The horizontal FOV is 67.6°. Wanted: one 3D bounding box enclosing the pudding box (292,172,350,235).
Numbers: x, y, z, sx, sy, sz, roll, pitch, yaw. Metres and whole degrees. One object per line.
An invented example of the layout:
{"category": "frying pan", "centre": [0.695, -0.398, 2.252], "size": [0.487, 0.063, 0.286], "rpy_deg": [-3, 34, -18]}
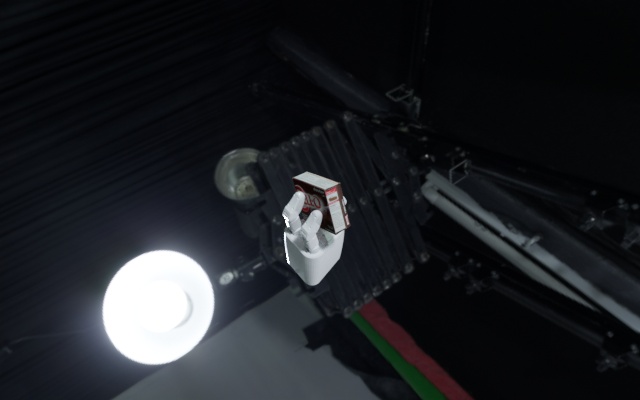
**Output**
{"category": "pudding box", "centre": [0.000, 0.003, 0.861], "size": [0.039, 0.090, 0.113], "rpy_deg": [-28, 27, -27]}
